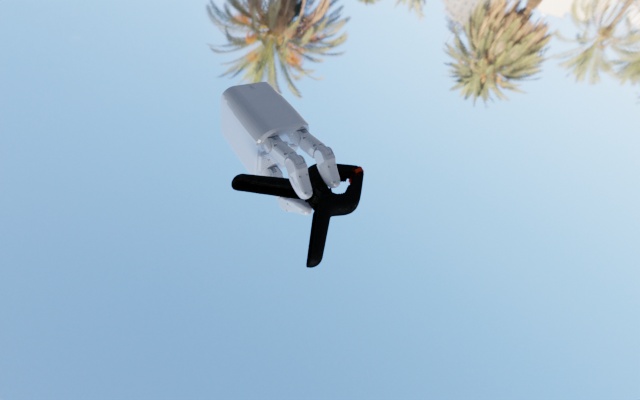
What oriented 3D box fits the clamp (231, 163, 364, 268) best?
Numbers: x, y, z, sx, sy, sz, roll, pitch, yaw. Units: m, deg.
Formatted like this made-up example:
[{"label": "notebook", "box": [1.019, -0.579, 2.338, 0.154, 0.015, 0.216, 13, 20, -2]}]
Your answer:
[{"label": "clamp", "box": [0.000, 0.002, 0.680, 0.210, 0.164, 0.036, -21, -27, -41]}]
